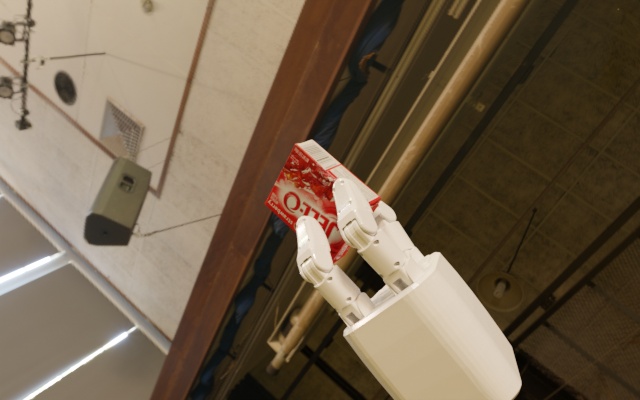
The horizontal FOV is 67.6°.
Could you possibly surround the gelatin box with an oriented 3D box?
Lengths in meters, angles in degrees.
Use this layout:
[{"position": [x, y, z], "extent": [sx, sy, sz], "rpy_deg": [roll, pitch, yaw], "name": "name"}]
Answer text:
[{"position": [0.000, 0.001, 0.429], "extent": [0.089, 0.073, 0.030], "rpy_deg": [42, 34, 18], "name": "gelatin box"}]
